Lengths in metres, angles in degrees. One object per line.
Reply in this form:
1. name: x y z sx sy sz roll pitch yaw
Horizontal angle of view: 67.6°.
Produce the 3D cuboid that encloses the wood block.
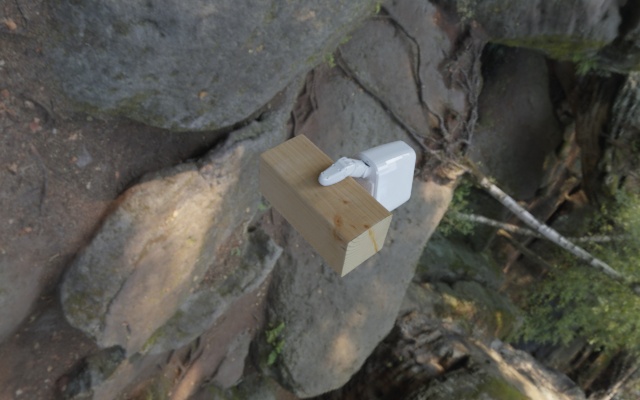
1. wood block: 0.001 0.002 0.736 0.090 0.091 0.206 -31 59 -28
